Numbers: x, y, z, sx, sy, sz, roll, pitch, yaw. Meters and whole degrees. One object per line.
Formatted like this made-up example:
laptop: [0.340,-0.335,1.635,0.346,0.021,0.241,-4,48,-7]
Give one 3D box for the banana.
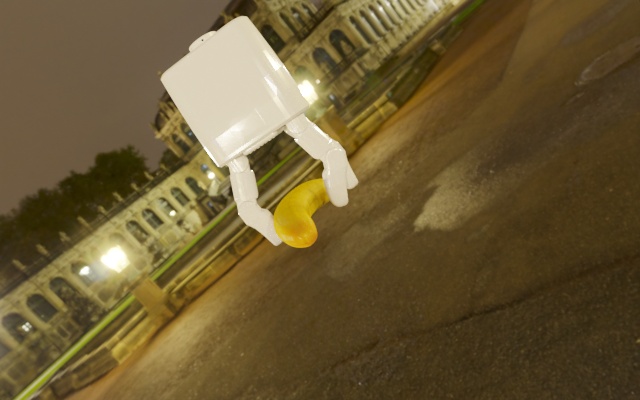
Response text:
banana: [-0.015,0.007,0.508,0.069,0.037,0.197,-23,12,21]
